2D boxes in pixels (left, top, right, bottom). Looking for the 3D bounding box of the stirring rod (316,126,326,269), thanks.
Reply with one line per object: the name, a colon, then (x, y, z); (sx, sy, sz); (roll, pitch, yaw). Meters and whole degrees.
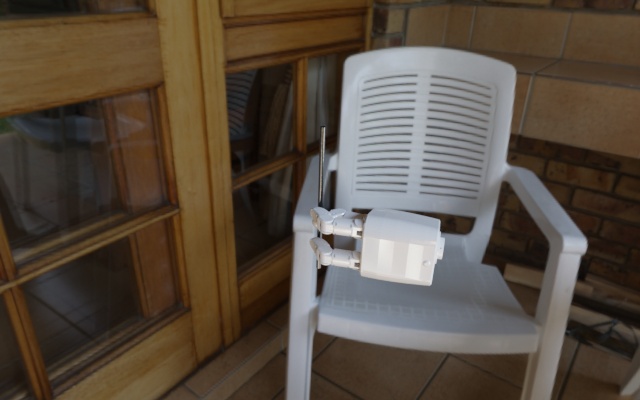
stirring rod: (0.000, 0.002, 0.737); (0.011, 0.240, 0.011); (1, 26, -1)
